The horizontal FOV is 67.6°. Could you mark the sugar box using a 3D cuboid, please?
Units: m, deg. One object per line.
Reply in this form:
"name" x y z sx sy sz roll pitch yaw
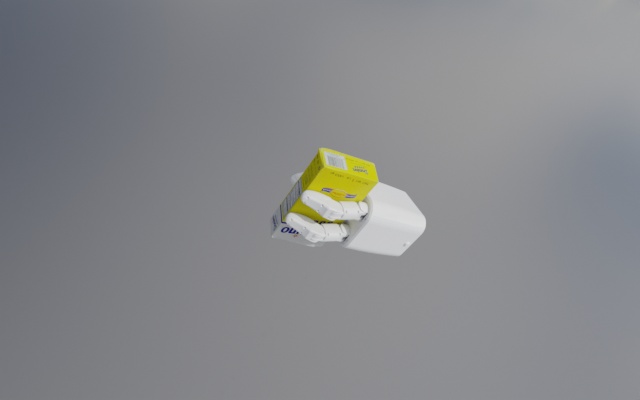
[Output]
"sugar box" 0.000 0.003 0.724 0.093 0.048 0.176 15 -47 -24
